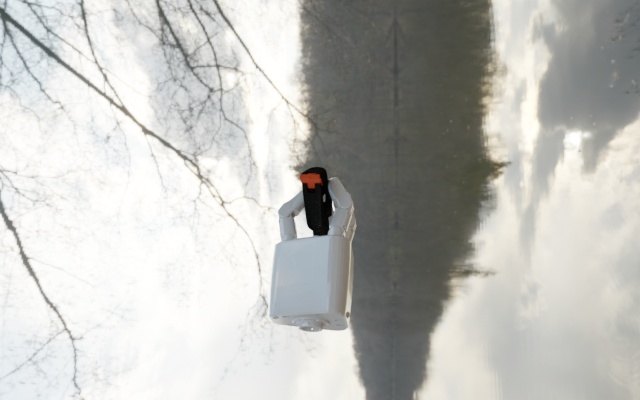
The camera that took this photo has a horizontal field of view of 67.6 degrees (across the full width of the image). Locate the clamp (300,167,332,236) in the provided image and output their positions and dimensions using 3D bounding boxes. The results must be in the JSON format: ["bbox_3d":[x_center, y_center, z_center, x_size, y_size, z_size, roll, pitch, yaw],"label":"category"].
[{"bbox_3d":[-0.001,0.002,0.721,0.036,0.164,0.210,-1,-29,7],"label":"clamp"}]
